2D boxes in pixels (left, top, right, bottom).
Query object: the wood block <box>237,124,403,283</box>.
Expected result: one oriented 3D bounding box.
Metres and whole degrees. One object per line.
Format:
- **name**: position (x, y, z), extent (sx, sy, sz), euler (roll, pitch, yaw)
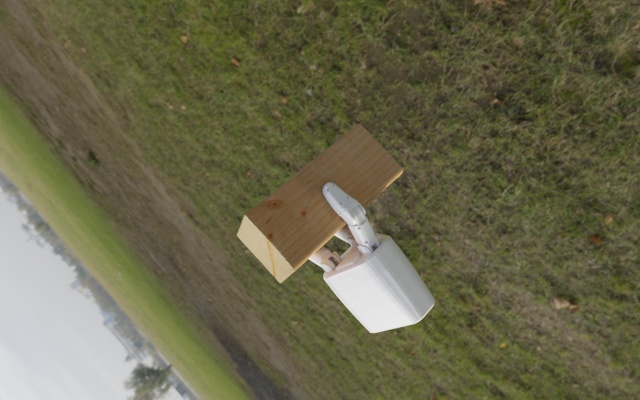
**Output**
- **wood block**: position (0.000, 0.002, 0.635), extent (0.206, 0.090, 0.091), euler (-41, -4, -25)
